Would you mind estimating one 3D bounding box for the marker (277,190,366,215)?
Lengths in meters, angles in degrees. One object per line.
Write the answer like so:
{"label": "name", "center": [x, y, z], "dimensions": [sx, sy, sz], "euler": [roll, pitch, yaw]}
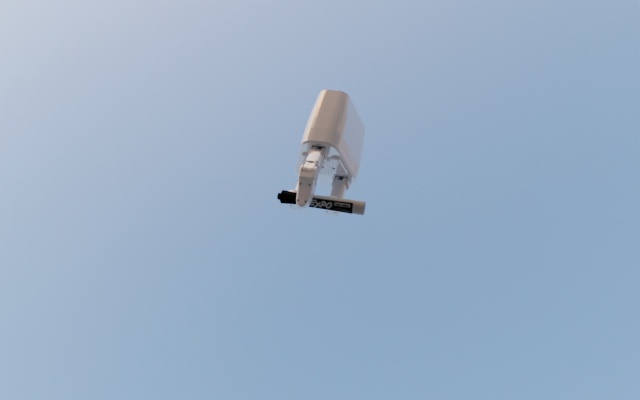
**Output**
{"label": "marker", "center": [0.000, 0.002, 0.646], "dimensions": [0.121, 0.020, 0.020], "euler": [8, 2, 12]}
